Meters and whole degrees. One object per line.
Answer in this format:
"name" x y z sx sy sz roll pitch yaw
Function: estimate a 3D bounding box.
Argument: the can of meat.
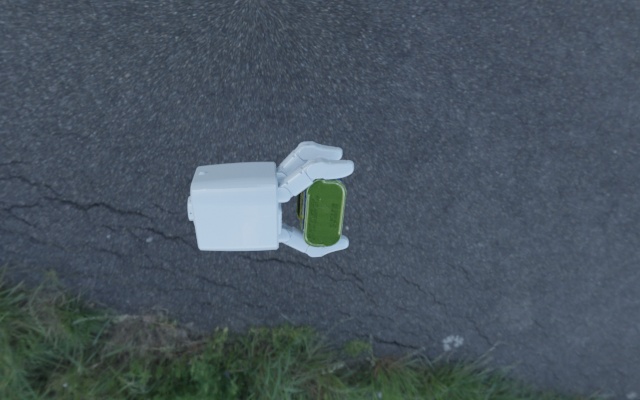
"can of meat" 0.000 0.002 0.648 0.057 0.102 0.084 1 23 -8
